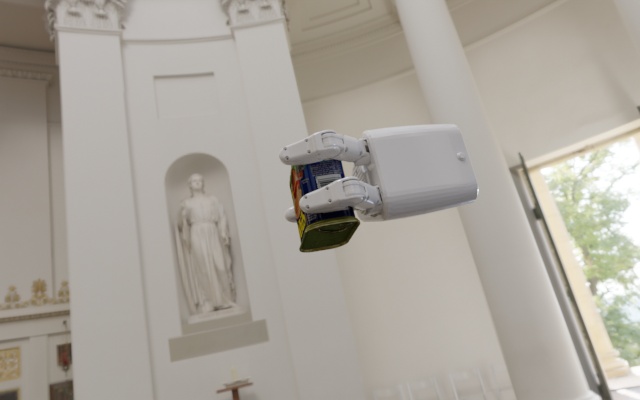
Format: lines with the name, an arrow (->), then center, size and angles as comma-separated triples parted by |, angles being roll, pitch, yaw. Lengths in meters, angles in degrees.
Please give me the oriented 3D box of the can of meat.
can of meat -> 0.000, 0.001, 0.517 | 0.057, 0.084, 0.102 | -9, -19, -10
